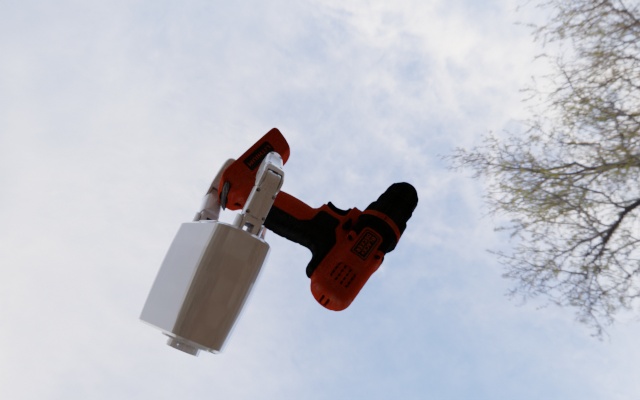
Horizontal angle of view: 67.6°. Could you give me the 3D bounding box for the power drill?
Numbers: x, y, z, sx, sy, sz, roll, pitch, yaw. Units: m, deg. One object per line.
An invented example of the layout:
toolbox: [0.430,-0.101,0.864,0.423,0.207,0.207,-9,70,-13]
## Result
power drill: [0.000,0.002,0.518,0.187,0.184,0.057,35,-38,10]
